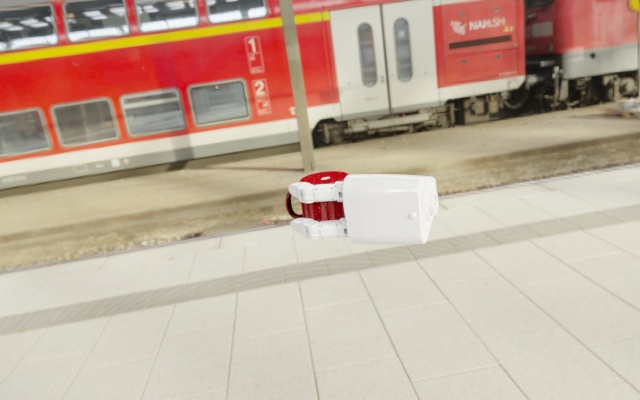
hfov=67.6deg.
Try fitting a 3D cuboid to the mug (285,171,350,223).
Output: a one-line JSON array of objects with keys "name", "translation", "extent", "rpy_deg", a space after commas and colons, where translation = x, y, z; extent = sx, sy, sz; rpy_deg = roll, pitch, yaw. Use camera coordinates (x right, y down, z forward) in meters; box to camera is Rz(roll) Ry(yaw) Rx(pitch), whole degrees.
[{"name": "mug", "translation": [-0.001, 0.002, 0.744], "extent": [0.117, 0.081, 0.093], "rpy_deg": [0, 18, 23]}]
